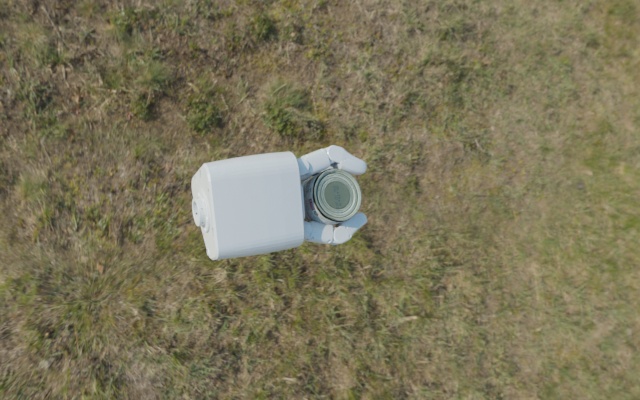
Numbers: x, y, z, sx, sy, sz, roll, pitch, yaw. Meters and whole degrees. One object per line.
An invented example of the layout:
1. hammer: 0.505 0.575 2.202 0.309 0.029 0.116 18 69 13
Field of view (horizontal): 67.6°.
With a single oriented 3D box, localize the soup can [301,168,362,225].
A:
1. soup can: 0.001 0.002 0.618 0.068 0.068 0.102 0 -11 -26
